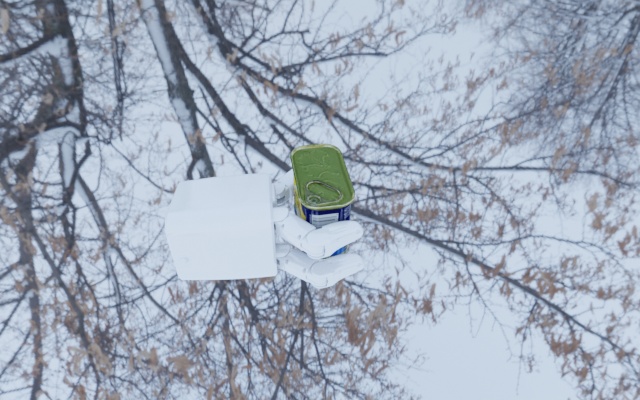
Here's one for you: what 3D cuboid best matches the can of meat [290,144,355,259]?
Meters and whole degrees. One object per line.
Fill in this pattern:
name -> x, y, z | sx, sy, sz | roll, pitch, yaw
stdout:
can of meat -> 0.000, 0.002, 0.525 | 0.057, 0.084, 0.102 | -6, 43, -8
